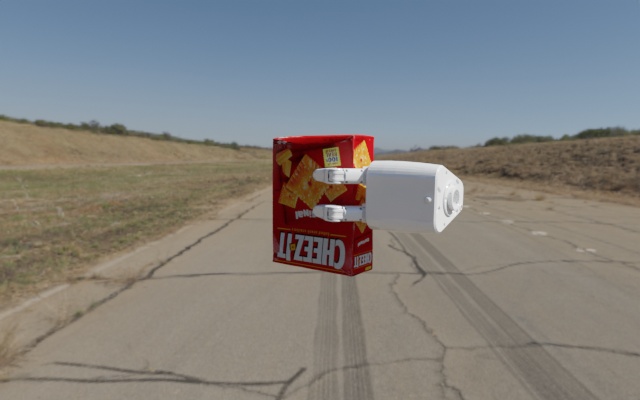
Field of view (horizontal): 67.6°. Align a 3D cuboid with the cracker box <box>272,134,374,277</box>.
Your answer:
[{"bbox_3d":[0.000,0.002,0.773,0.164,0.214,0.072,5,6,36],"label":"cracker box"}]
